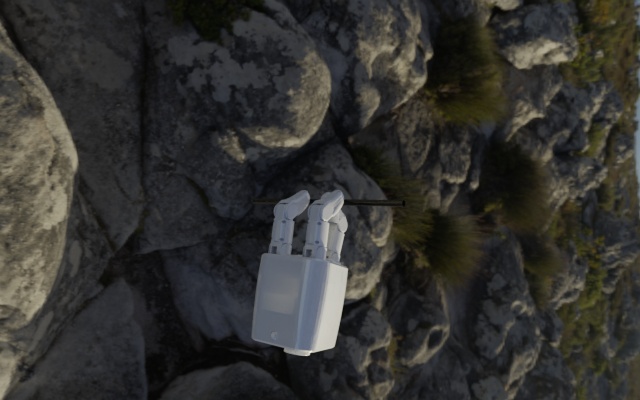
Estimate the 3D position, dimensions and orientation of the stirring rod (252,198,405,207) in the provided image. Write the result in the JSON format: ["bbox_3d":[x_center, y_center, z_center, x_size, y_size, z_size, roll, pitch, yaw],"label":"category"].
[{"bbox_3d":[0.000,0.002,0.627,0.239,0.011,0.011,1,0,36],"label":"stirring rod"}]
